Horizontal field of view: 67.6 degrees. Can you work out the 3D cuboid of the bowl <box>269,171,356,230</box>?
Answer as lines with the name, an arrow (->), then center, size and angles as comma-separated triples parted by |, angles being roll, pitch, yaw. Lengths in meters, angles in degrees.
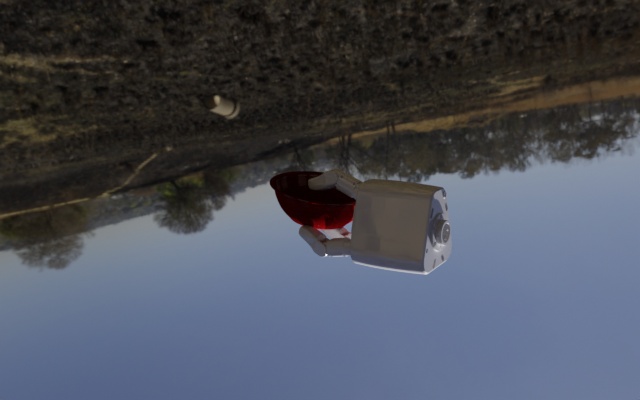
bowl -> -0.001, 0.002, 0.736 | 0.162, 0.055, 0.162 | 6, 19, -2
